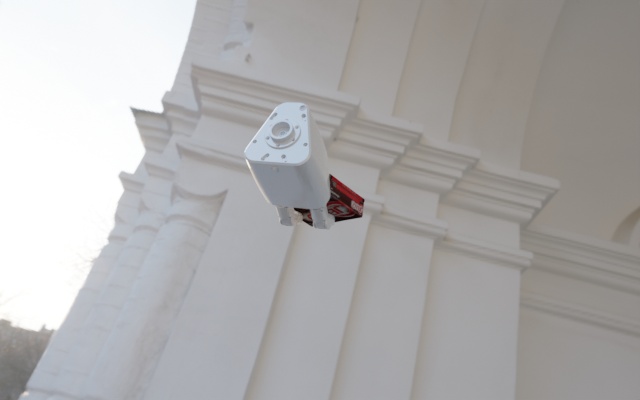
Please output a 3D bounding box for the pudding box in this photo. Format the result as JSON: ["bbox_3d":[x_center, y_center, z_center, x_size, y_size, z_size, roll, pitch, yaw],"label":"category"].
[{"bbox_3d":[0.000,0.002,0.764,0.113,0.039,0.090,-11,-34,42],"label":"pudding box"}]
